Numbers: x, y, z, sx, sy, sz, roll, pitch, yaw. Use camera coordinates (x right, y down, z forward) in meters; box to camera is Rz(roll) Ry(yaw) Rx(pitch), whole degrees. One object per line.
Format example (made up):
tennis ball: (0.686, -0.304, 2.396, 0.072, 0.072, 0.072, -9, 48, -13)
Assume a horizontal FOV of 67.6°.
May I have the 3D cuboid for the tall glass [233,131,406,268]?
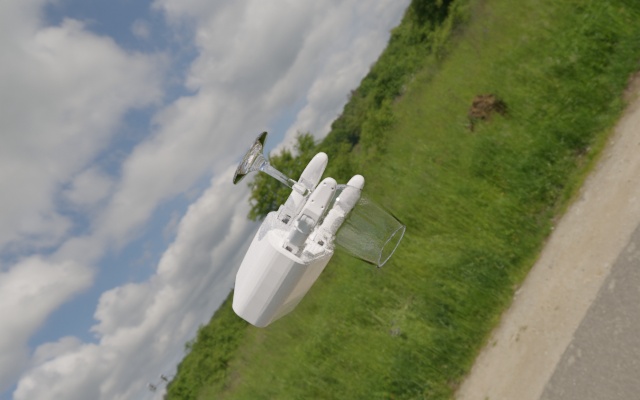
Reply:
tall glass: (0.000, 0.001, 0.568, 0.201, 0.079, 0.079, 32, 0, 1)
